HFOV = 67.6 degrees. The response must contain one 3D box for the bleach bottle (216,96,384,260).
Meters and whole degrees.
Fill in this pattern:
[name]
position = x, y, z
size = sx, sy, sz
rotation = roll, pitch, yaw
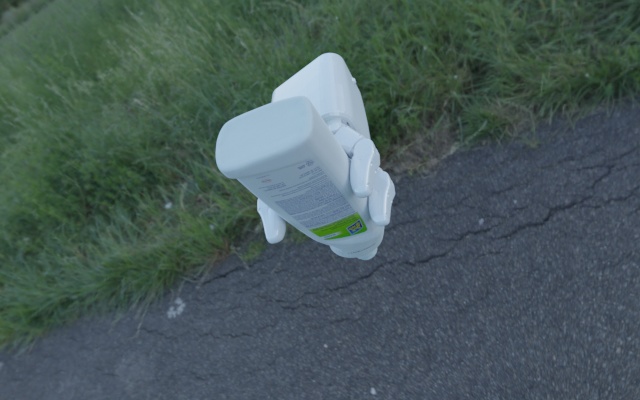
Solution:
[bleach bottle]
position = 0.000, 0.002, 0.513
size = 0.102, 0.068, 0.251
rotation = -17, -37, 17
